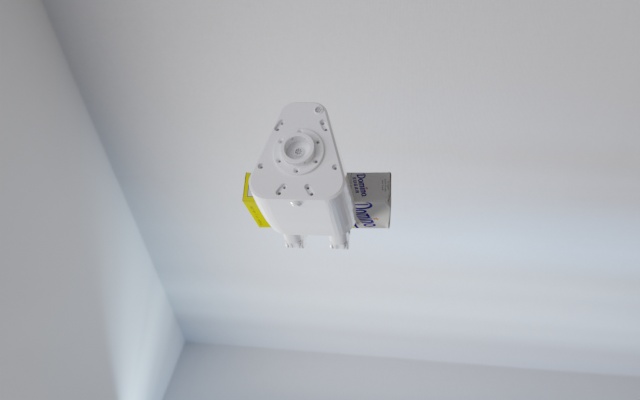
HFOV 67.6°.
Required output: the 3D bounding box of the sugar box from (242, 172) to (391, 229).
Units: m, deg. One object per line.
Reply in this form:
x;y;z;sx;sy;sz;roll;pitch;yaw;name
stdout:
0.000;0.002;0.600;0.176;0.048;0.093;2;-23;9;sugar box
